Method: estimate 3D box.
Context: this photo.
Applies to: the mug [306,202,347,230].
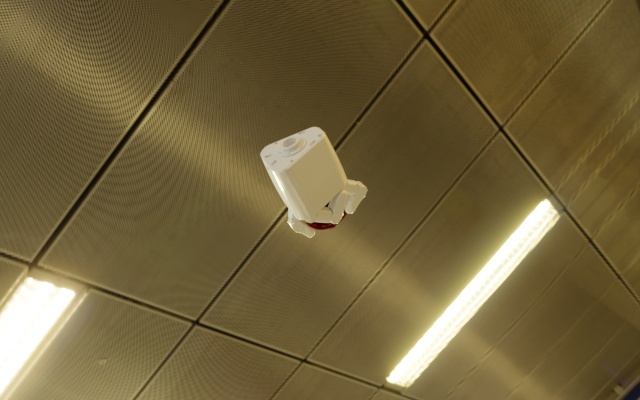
[{"bbox_3d":[0.001,0.004,0.895,0.093,0.117,0.081,-32,39,-8],"label":"mug"}]
